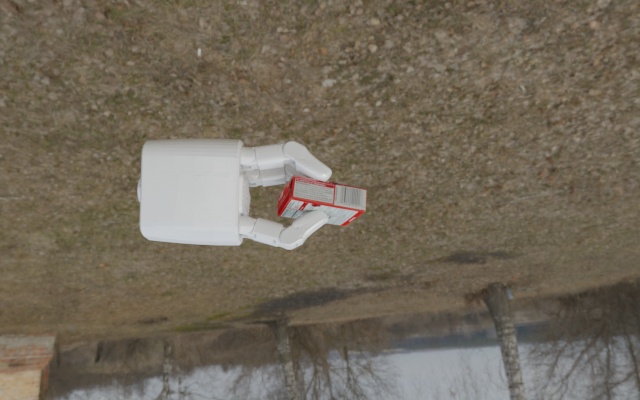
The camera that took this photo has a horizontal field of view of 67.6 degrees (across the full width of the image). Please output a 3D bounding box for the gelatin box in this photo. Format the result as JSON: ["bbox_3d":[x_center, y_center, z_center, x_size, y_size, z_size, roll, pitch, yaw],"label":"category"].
[{"bbox_3d":[0.000,0.002,0.552,0.089,0.030,0.073,10,-19,-13],"label":"gelatin box"}]
